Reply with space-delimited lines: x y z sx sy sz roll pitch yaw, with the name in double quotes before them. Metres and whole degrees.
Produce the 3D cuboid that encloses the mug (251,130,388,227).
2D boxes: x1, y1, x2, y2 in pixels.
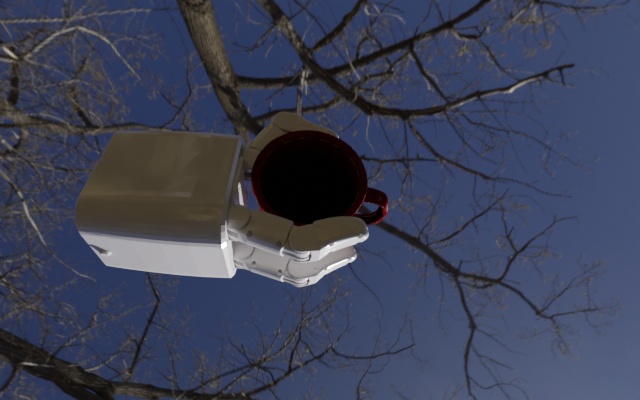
"mug" 0.001 0.002 0.416 0.117 0.093 0.081 5 -28 -3
